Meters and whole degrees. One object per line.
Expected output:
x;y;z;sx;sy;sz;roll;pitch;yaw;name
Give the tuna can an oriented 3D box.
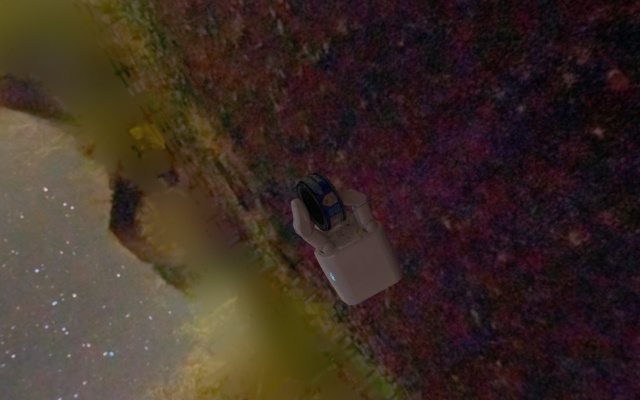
0.000;0.003;0.703;0.033;0.086;0.086;-31;10;-17;tuna can
